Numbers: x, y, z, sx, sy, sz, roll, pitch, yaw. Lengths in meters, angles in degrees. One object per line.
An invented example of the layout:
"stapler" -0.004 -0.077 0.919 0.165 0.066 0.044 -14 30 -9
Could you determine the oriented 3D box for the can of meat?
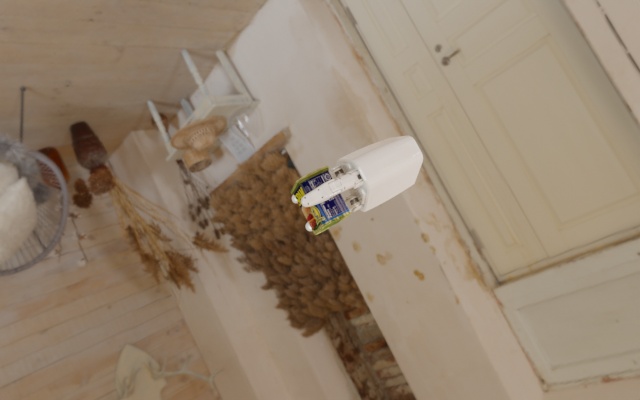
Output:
"can of meat" 0.000 0.003 0.765 0.057 0.084 0.102 -26 -6 -16
